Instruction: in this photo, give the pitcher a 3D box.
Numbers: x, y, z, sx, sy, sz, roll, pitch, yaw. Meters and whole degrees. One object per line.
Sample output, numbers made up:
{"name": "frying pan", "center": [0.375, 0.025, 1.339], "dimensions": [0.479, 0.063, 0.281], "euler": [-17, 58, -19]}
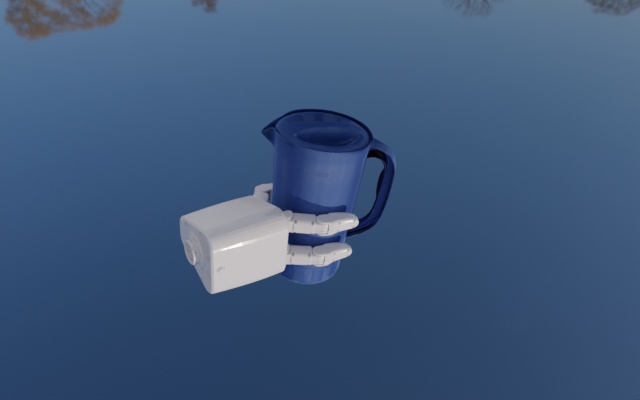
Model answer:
{"name": "pitcher", "center": [0.000, 0.002, 0.692], "dimensions": [0.145, 0.243, 0.149], "euler": [-17, 40, -33]}
